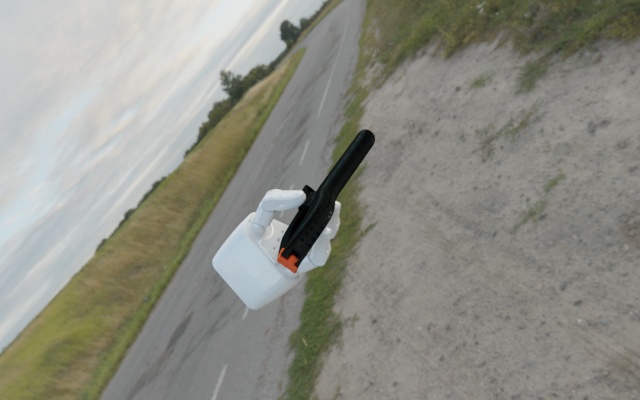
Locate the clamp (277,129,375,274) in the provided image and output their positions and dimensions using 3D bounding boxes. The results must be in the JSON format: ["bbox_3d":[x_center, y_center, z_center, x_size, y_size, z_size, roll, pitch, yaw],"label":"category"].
[{"bbox_3d":[-0.001,0.002,0.616,0.036,0.209,0.165,36,-51,-10],"label":"clamp"}]
